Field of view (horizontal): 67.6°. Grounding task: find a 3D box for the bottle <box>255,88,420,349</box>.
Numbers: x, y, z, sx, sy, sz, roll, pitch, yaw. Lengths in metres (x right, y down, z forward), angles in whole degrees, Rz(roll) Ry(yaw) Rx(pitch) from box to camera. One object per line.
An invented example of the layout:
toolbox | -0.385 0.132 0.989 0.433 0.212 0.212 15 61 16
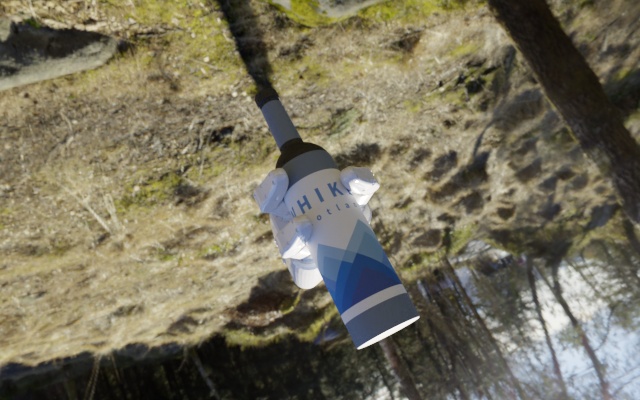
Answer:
bottle | 0.000 0.002 0.497 0.069 0.295 0.069 -24 -21 -10
